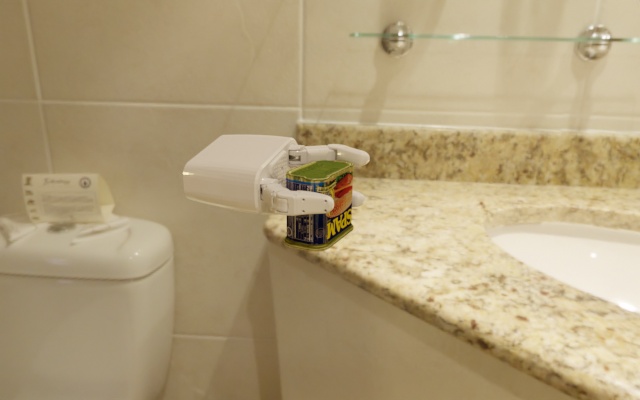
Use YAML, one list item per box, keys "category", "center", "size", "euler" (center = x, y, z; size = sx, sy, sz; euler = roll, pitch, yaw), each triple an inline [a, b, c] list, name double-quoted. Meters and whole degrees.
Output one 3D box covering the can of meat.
- category: "can of meat"
  center: [0.000, 0.002, 0.561]
  size: [0.057, 0.084, 0.102]
  euler: [9, 19, 26]
